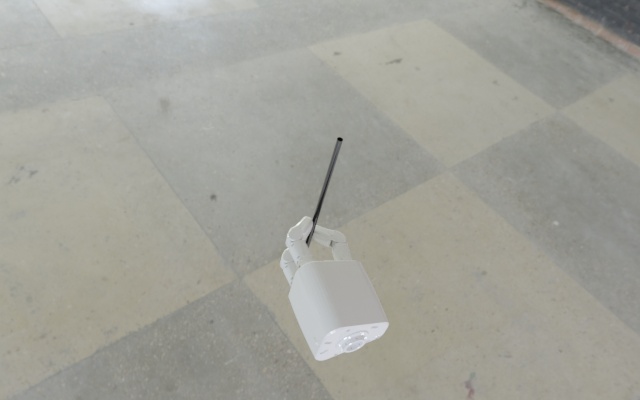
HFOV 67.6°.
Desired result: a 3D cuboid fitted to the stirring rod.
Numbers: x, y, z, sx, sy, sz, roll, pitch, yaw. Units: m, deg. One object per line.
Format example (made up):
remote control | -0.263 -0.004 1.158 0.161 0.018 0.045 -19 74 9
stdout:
stirring rod | 0.000 0.002 0.695 0.011 0.011 0.240 0 -42 -16
